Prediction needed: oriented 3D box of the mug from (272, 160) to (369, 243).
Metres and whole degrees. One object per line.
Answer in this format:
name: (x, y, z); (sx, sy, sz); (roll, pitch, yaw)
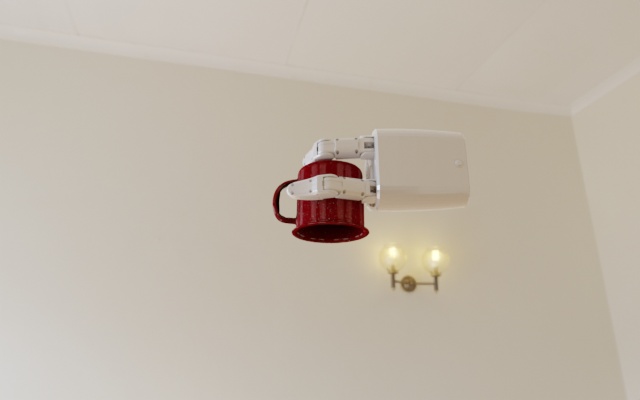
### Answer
mug: (-0.001, 0.002, 0.584); (0.117, 0.081, 0.093); (1, -19, -2)
